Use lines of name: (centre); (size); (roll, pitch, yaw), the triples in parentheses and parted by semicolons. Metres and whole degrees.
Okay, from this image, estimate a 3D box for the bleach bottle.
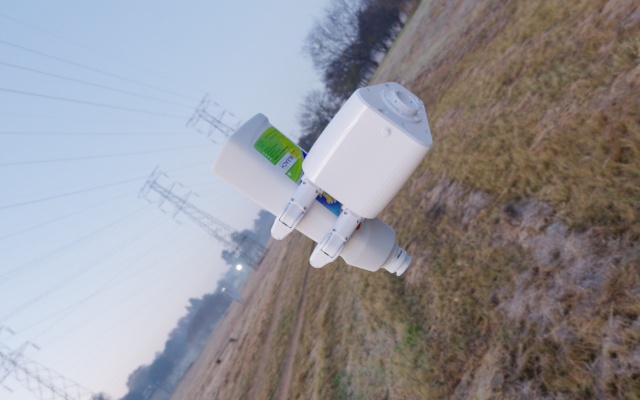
bleach bottle: (0.000, 0.002, 0.570); (0.251, 0.068, 0.102); (35, 34, -2)
